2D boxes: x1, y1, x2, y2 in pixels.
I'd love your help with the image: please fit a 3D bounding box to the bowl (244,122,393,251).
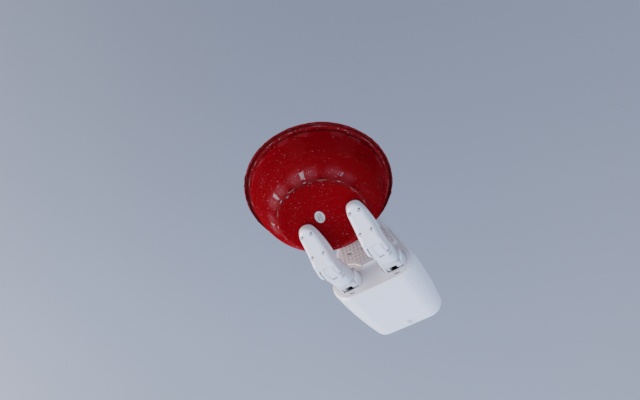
[{"bbox_3d":[-0.001,0.001,0.499,0.162,0.162,0.055,0,36,-5],"label":"bowl"}]
